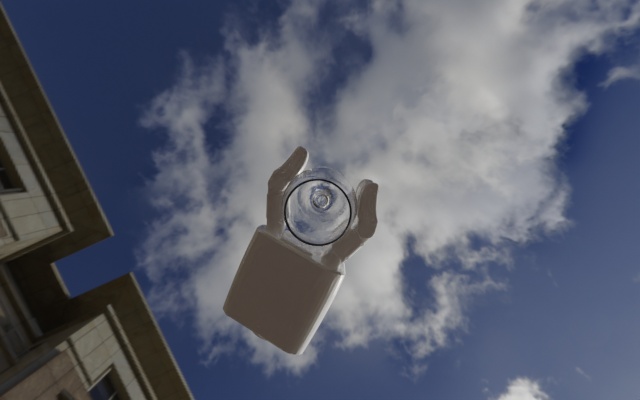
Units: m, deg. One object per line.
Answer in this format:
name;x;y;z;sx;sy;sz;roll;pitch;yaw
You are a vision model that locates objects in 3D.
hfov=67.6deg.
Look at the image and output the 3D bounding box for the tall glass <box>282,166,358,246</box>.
tall glass;0.000;0.002;0.529;0.079;0.079;0.201;0;5;1
